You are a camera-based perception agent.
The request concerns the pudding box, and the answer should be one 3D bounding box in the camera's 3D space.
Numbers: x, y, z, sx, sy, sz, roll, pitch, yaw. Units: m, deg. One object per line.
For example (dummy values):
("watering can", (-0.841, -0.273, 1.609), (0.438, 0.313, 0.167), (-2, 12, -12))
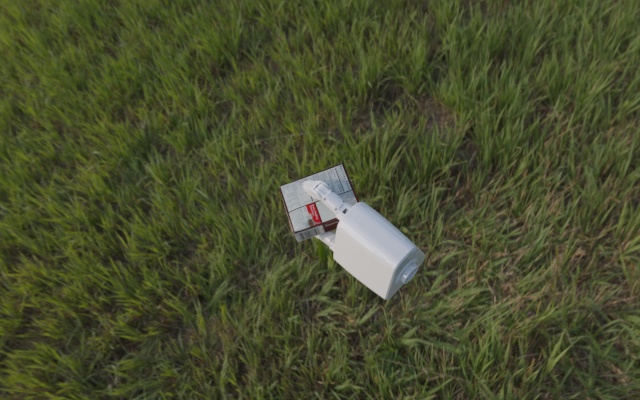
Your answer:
("pudding box", (0.000, 0.002, 0.749), (0.113, 0.090, 0.039), (-19, -27, -1))
